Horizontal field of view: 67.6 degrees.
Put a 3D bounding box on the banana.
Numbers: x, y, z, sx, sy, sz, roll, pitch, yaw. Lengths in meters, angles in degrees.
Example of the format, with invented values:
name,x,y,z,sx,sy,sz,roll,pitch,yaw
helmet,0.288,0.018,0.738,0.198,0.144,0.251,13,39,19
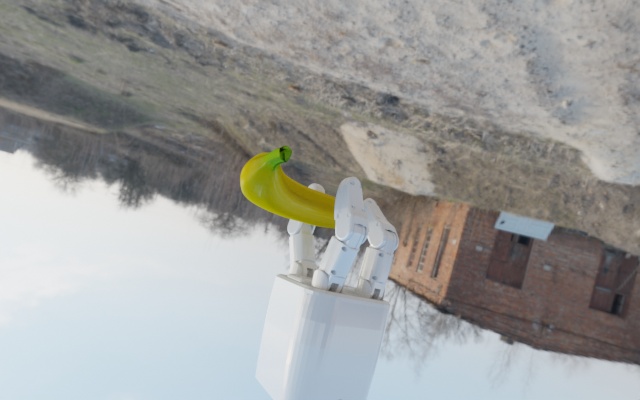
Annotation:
name,x,y,z,sx,sy,sz,roll,pitch,yaw
banana,-0.018,-0.001,0.436,0.069,0.037,0.198,7,-12,25
